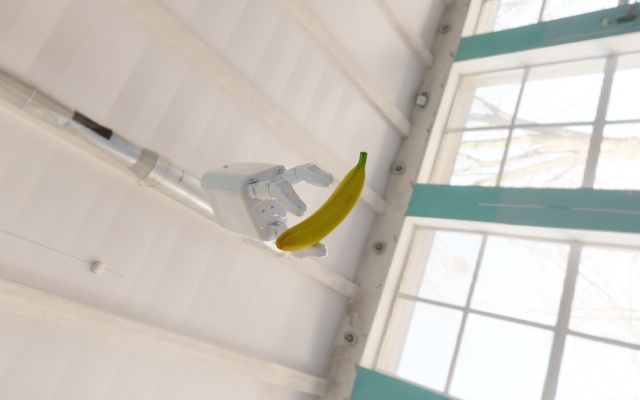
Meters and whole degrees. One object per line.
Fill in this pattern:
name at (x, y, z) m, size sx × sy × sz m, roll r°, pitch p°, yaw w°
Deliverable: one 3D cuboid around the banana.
banana at (0.008, 0.013, 0.670) m, size 0.037 × 0.070 × 0.197 m, roll 16°, pitch 53°, yaw 38°
